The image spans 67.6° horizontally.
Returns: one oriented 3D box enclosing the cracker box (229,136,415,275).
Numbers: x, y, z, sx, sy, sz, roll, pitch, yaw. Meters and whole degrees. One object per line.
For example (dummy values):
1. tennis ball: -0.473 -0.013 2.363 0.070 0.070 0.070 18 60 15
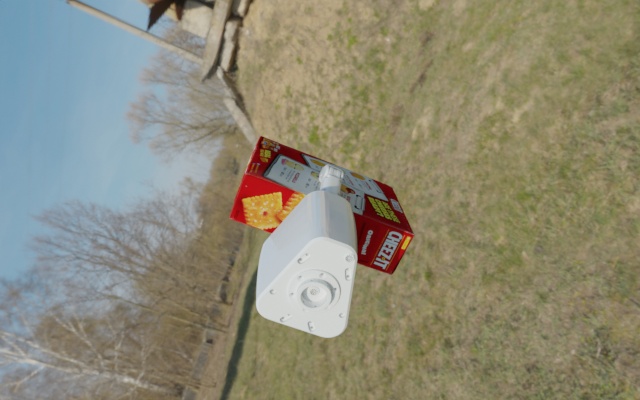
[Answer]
1. cracker box: 0.000 0.002 0.634 0.214 0.072 0.164 21 21 -10
